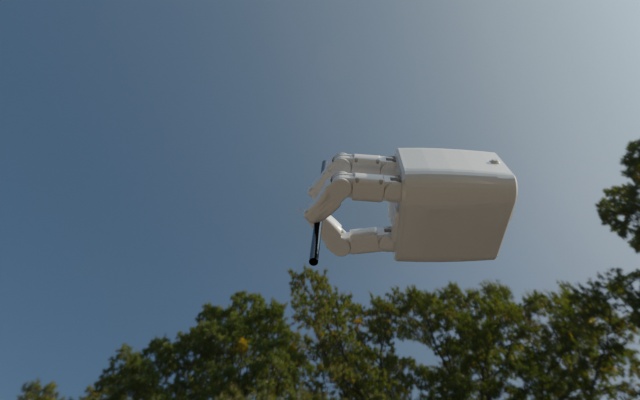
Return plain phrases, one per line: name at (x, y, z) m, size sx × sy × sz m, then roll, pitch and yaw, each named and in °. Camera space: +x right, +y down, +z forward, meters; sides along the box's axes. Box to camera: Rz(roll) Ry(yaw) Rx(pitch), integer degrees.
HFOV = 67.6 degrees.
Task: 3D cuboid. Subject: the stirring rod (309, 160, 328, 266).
stirring rod at (0.000, 0.002, 0.515) m, size 0.011 × 0.011 × 0.239 m, roll 0°, pitch 25°, yaw 3°
